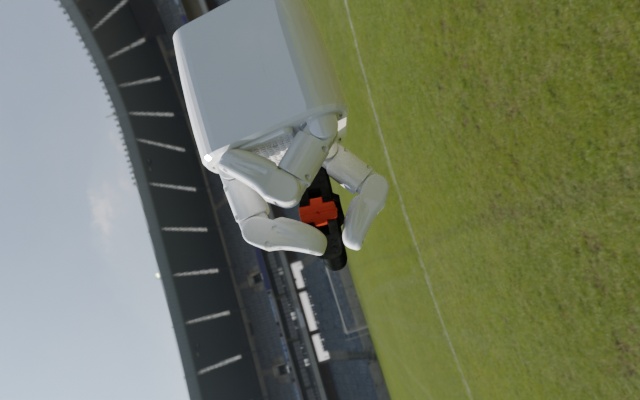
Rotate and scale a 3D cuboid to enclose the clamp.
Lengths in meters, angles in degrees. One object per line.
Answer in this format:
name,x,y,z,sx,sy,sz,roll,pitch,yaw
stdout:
clamp,-0.001,0.002,0.430,0.039,0.120,0.171,-18,-11,-1
